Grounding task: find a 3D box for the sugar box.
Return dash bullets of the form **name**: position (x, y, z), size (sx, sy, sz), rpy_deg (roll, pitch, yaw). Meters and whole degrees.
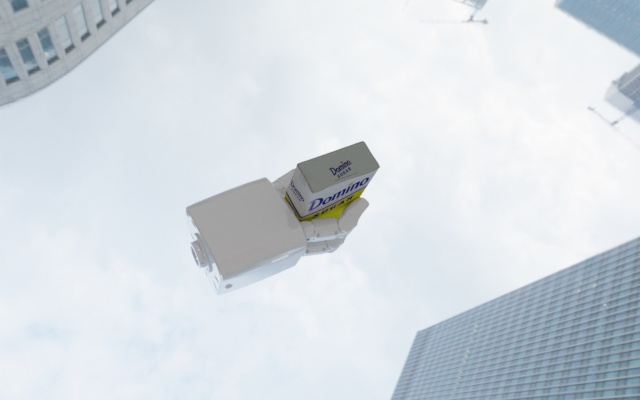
- **sugar box**: position (0.000, 0.003, 0.596), size (0.093, 0.048, 0.176), rpy_deg (-22, -18, -25)
